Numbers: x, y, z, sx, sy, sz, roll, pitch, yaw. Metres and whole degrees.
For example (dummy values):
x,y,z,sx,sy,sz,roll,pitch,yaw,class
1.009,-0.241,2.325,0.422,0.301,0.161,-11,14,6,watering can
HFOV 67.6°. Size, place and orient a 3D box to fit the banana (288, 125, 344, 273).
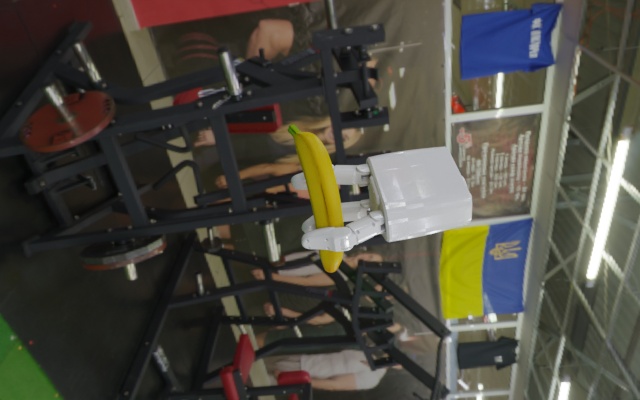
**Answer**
x,y,z,sx,sy,sz,roll,pitch,yaw,class
0.003,0.001,0.587,0.037,0.198,0.069,-14,9,-9,banana
